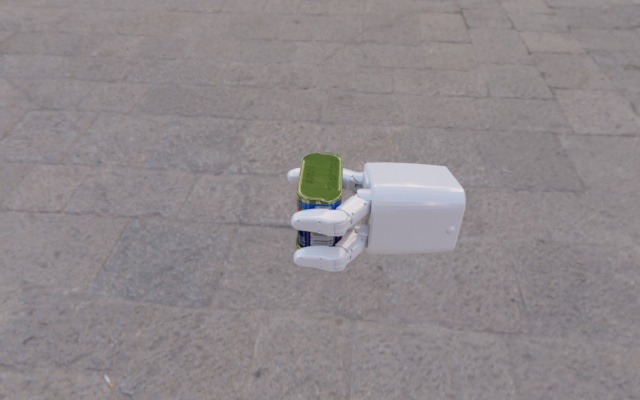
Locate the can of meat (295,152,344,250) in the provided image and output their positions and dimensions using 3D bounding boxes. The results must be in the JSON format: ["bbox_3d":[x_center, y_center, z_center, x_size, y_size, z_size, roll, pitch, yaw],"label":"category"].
[{"bbox_3d":[0.000,0.002,0.578,0.057,0.084,0.102,3,39,2],"label":"can of meat"}]
